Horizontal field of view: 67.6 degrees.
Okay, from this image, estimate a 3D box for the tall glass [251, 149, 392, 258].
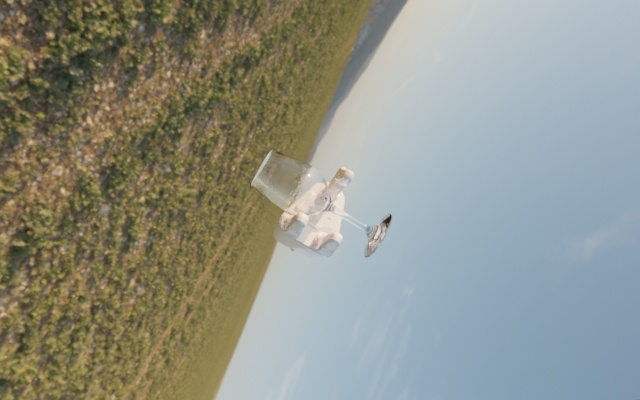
[{"bbox_3d":[0.001,0.003,0.696,0.201,0.079,0.079,30,-3,-6],"label":"tall glass"}]
